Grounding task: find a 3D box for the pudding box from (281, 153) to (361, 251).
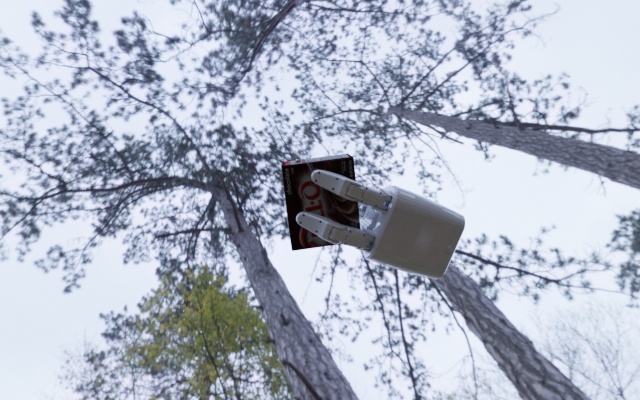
[{"bbox_3d":[0.000,0.002,0.602,0.090,0.113,0.039,-8,13,-6],"label":"pudding box"}]
